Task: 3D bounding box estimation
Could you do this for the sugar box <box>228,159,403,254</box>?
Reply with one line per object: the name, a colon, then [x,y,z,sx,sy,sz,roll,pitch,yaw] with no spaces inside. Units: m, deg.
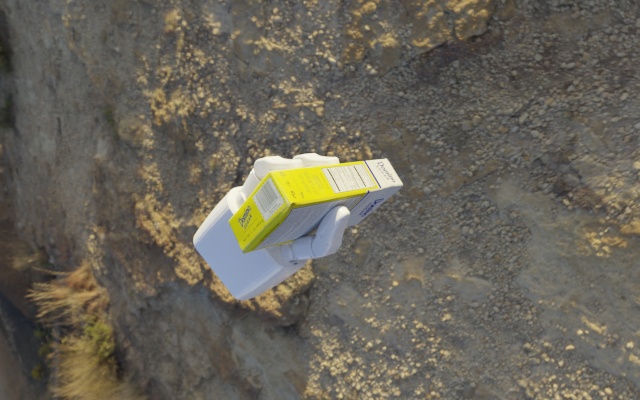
sugar box: [0.000,0.001,0.512,0.176,0.048,0.093,-13,-23,-47]
